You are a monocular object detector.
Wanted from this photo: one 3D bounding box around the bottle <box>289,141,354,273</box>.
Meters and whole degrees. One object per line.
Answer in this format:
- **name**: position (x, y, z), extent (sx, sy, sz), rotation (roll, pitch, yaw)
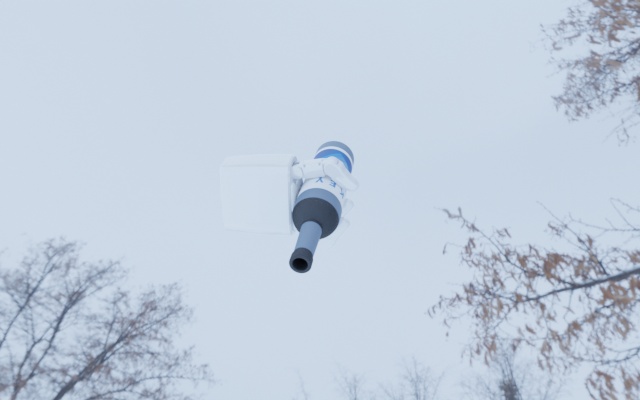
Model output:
- **bottle**: position (0.000, 0.002, 0.686), extent (0.069, 0.069, 0.295), rotation (0, 30, 11)
